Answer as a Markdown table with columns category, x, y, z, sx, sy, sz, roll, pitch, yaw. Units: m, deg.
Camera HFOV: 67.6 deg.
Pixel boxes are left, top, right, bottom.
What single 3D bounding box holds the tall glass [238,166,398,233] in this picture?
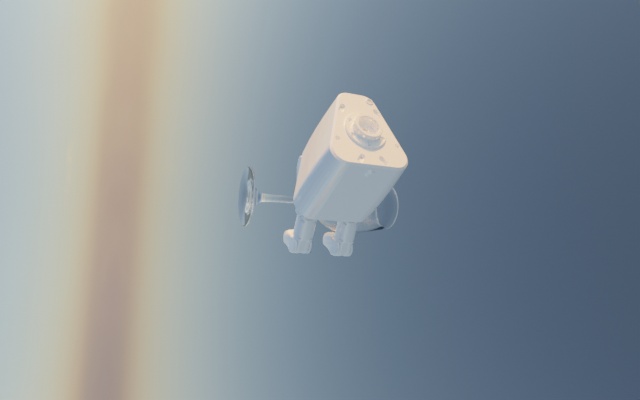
| category | x | y | z | sx | sy | sz | roll | pitch | yaw |
| --- | --- | --- | --- | --- | --- | --- | --- | --- | --- |
| tall glass | -0.001 | 0.002 | 0.622 | 0.201 | 0.079 | 0.079 | 5 | -2 | -23 |
